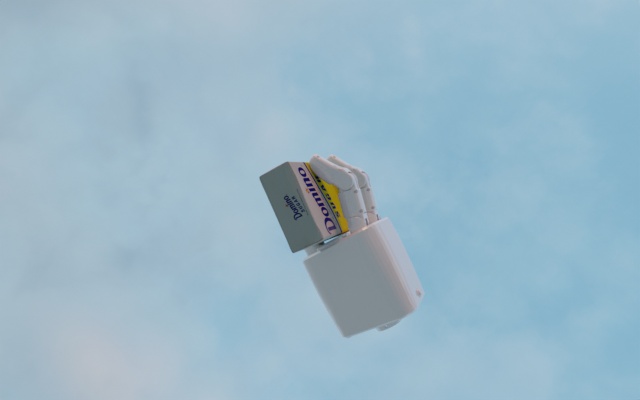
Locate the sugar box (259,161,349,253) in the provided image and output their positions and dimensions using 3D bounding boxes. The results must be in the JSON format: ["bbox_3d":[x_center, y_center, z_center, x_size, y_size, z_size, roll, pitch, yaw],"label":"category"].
[{"bbox_3d":[0.001,0.002,0.578,0.048,0.093,0.176,-26,-5,19],"label":"sugar box"}]
